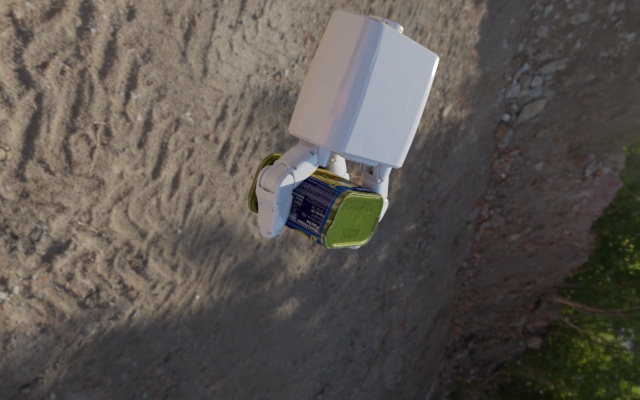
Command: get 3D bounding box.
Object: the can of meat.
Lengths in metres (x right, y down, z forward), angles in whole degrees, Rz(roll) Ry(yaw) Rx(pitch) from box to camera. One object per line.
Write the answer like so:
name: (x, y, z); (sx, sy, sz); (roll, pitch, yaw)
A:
can of meat: (0.000, 0.002, 0.430); (0.084, 0.057, 0.102); (26, 11, 27)
